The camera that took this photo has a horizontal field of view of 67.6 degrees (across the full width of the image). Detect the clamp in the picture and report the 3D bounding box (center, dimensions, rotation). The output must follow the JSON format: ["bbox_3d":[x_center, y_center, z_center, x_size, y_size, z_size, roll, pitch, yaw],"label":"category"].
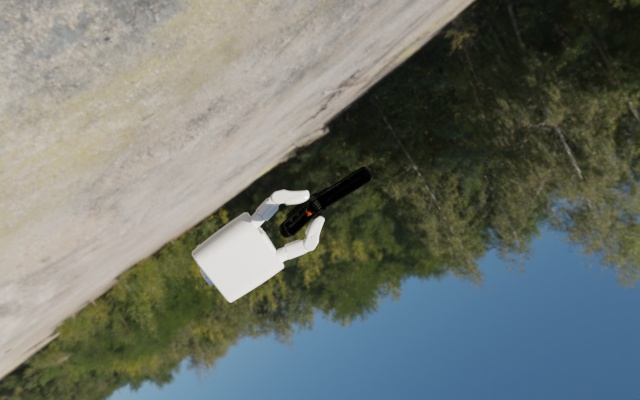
[{"bbox_3d":[0.000,0.003,0.784,0.164,0.036,0.210,-34,3,-6],"label":"clamp"}]
